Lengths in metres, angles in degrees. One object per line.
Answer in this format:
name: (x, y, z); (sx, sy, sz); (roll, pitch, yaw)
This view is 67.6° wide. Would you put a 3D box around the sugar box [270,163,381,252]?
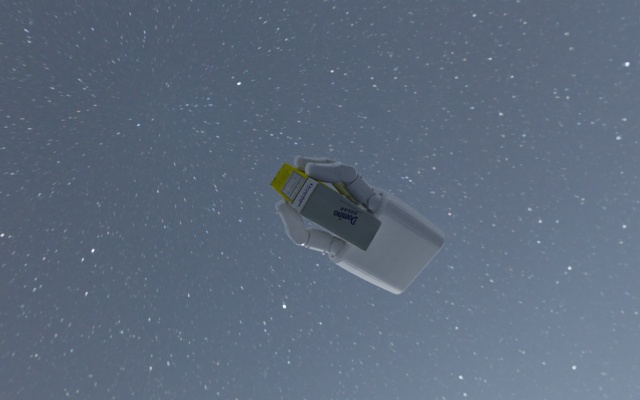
sugar box: (0.000, 0.002, 0.595); (0.093, 0.048, 0.176); (31, -1, -21)
